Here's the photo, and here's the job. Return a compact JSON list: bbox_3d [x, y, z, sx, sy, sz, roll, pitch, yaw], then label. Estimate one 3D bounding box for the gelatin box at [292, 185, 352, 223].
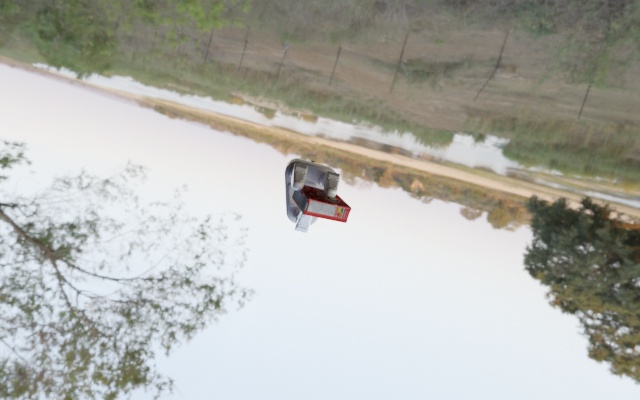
[{"bbox_3d":[0.000,0.003,0.766,0.073,0.030,0.089,13,14,-19],"label":"gelatin box"}]
